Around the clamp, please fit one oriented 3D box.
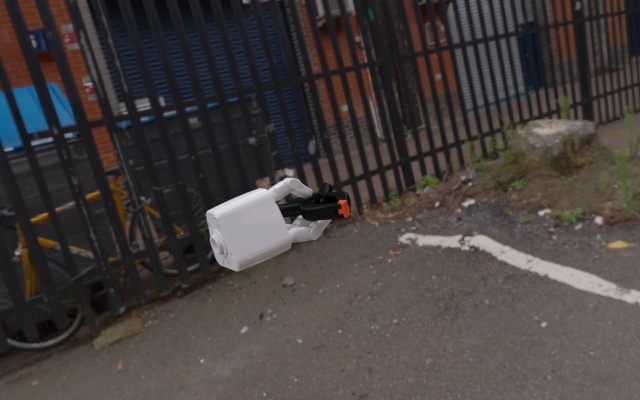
[{"bbox_3d":[0.000,0.002,0.891,0.164,0.036,0.210,-26,16,-32],"label":"clamp"}]
